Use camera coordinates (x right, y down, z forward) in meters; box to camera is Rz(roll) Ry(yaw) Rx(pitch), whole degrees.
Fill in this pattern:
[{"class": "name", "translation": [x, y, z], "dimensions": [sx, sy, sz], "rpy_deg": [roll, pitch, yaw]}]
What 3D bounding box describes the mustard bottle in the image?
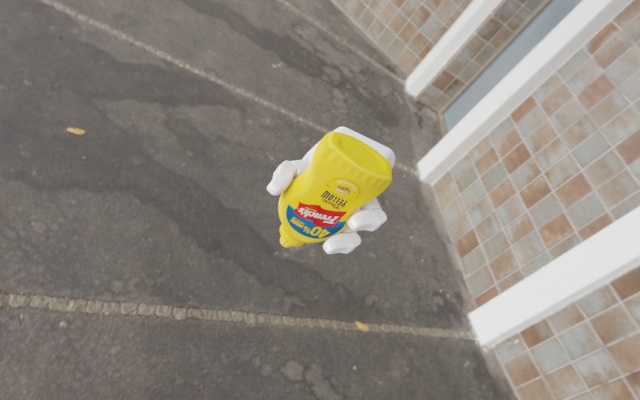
[{"class": "mustard bottle", "translation": [0.000, 0.002, 0.621], "dimensions": [0.096, 0.058, 0.192], "rpy_deg": [26, -50, -20]}]
